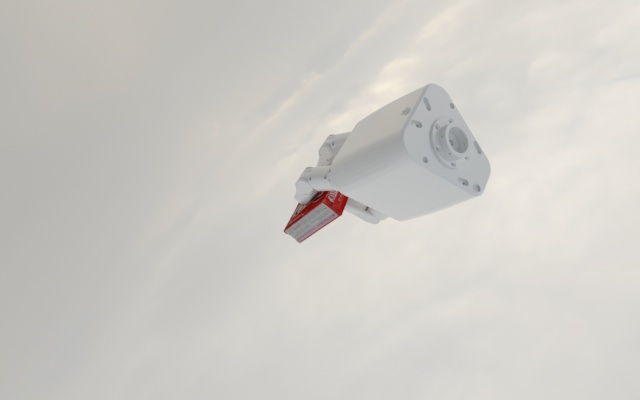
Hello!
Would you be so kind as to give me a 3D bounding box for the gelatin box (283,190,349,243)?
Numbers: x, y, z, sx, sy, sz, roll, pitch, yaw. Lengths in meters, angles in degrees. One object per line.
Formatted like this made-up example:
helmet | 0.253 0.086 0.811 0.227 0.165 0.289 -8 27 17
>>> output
gelatin box | 0.000 0.002 0.572 0.030 0.073 0.089 38 -43 -14
